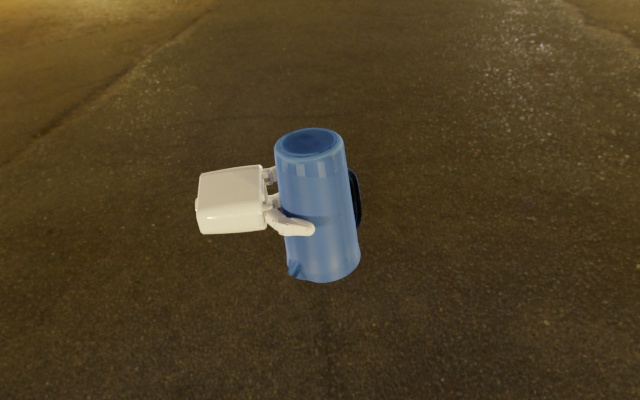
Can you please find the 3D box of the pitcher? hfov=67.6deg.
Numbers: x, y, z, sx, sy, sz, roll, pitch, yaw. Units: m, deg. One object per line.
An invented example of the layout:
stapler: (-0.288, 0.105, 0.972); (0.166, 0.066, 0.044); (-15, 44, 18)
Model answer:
pitcher: (0.000, 0.003, 0.801); (0.145, 0.243, 0.149); (-6, 34, 2)
